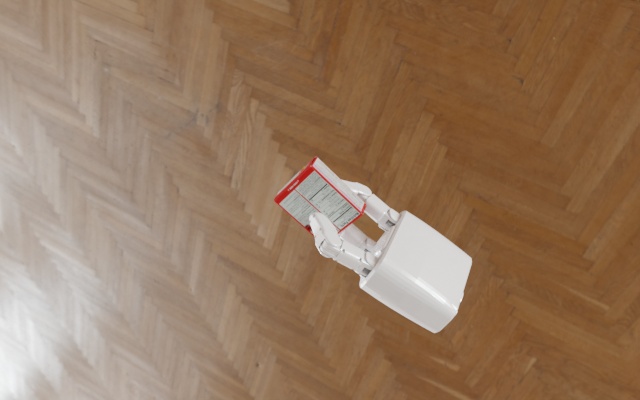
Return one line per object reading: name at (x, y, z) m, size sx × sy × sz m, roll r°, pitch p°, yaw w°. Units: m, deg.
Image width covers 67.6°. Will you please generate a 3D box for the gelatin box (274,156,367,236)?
gelatin box at (0.000, 0.002, 0.585) m, size 0.073 × 0.089 × 0.030 m, roll -41°, pitch 12°, yaw 31°
